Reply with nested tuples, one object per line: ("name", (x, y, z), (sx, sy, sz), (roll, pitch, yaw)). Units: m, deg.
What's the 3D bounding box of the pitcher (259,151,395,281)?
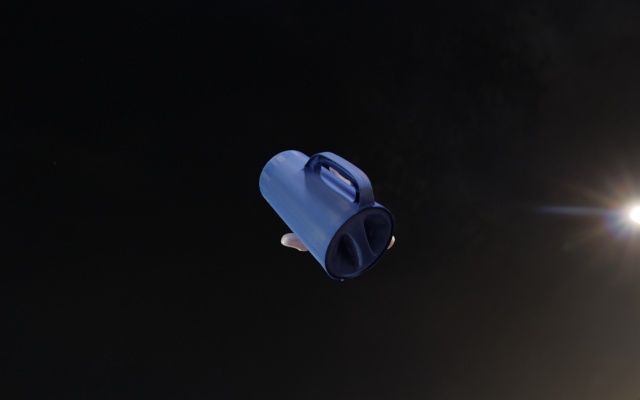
("pitcher", (0.000, 0.003, 0.793), (0.242, 0.149, 0.145), (41, 0, 42))
